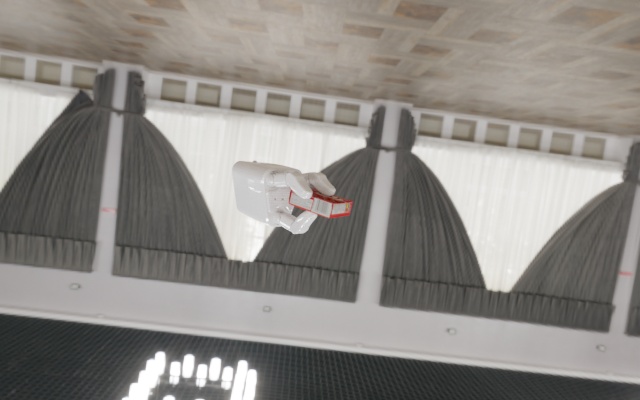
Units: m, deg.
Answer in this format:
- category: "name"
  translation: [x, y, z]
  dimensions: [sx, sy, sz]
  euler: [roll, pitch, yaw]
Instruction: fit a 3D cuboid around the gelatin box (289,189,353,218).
- category: "gelatin box"
  translation: [0.000, 0.003, 0.835]
  dimensions: [0.089, 0.030, 0.073]
  euler: [19, 11, 29]
